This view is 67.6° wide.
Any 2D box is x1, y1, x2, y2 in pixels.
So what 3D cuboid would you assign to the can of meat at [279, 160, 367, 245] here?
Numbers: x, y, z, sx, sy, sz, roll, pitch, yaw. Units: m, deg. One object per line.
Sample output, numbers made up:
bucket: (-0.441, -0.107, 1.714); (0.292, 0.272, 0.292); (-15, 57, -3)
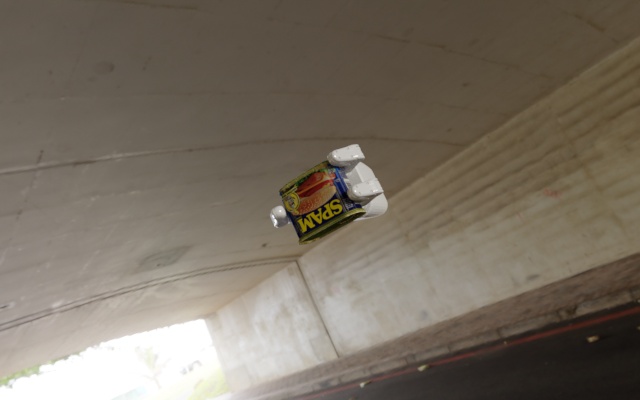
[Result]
can of meat: (0.000, 0.002, 0.670); (0.102, 0.084, 0.057); (-30, -13, 21)
